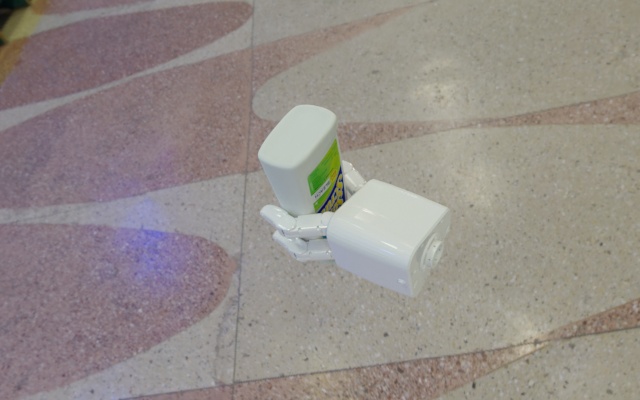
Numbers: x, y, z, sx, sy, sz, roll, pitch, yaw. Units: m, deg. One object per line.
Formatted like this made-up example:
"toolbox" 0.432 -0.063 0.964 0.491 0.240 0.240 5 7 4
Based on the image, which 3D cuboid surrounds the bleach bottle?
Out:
"bleach bottle" 0.000 0.002 0.629 0.068 0.102 0.251 21 -29 29
